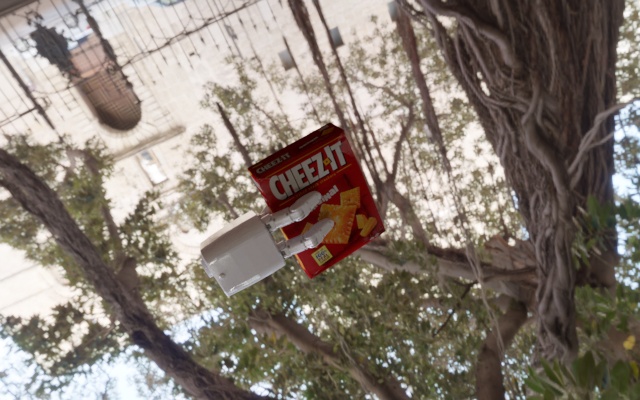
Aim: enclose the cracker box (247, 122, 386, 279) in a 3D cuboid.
[{"bbox_3d":[0.000,0.003,0.814,0.164,0.214,0.072,-31,28,-10],"label":"cracker box"}]
